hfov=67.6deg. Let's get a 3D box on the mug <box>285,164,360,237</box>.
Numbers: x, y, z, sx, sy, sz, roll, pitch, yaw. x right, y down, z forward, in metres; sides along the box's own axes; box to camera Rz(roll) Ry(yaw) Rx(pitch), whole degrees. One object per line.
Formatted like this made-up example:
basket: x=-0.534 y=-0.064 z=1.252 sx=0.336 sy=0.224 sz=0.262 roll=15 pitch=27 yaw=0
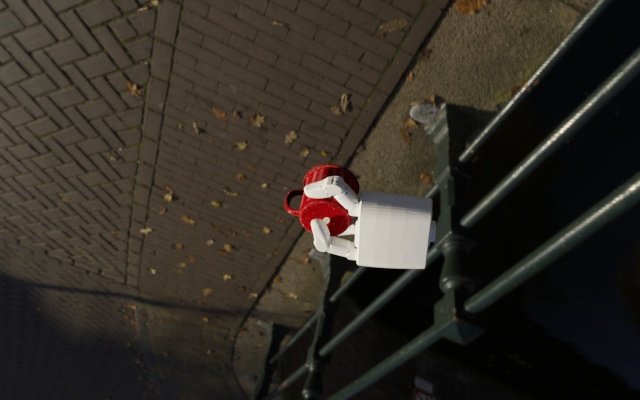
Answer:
mug: x=-0.001 y=0.003 z=0.757 sx=0.117 sy=0.093 sz=0.081 roll=2 pitch=43 yaw=9
